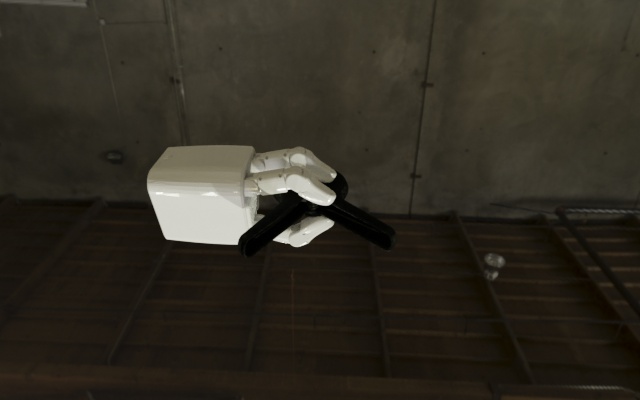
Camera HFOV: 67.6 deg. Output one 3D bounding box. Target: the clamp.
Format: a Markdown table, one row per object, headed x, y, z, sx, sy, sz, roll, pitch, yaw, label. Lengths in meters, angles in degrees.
| x | y | z | sx | sy | sz | roll | pitch | yaw | label |
| --- | --- | --- | --- | --- | --- | --- | --- | --- | --- |
| 0.000 | 0.002 | 0.569 | 0.164 | 0.036 | 0.209 | 2 | 29 | 1 | clamp |
